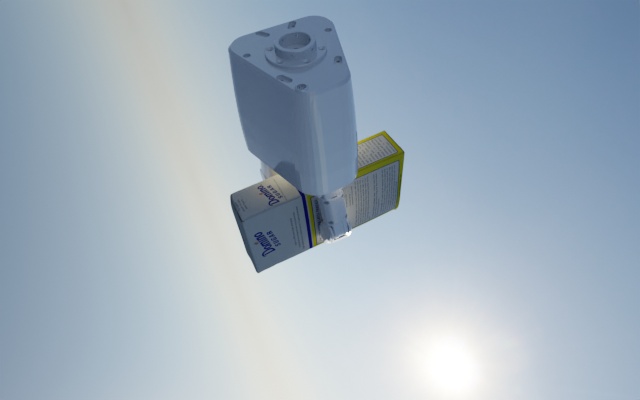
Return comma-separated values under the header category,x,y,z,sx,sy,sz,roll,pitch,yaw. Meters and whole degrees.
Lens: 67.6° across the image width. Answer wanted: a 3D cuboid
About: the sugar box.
category,x,y,z,sx,sy,sz,roll,pitch,yaw
sugar box,0.000,0.001,0.497,0.176,0.048,0.093,-21,-39,-13
